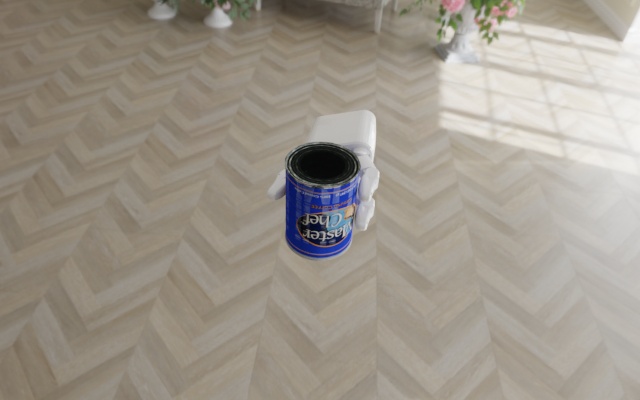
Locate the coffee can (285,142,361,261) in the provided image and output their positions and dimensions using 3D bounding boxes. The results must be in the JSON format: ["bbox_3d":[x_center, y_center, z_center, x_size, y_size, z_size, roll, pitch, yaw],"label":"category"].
[{"bbox_3d":[0.000,0.002,0.684,0.103,0.140,0.102,2,41,-2],"label":"coffee can"}]
